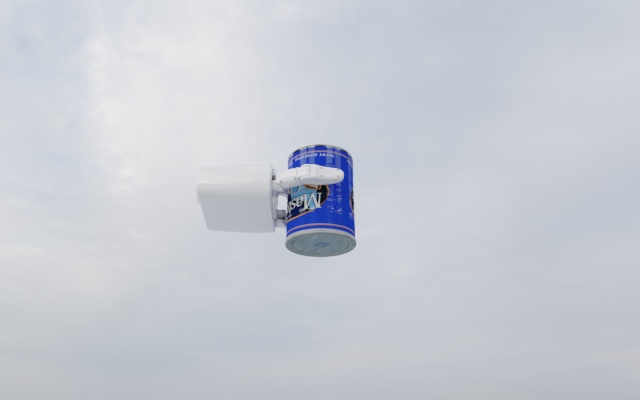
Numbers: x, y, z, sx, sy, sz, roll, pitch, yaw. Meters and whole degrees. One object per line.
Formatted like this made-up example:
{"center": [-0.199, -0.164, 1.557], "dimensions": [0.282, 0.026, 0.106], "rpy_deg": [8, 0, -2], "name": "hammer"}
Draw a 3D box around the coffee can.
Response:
{"center": [0.000, 0.002, 0.715], "dimensions": [0.103, 0.140, 0.103], "rpy_deg": [0, -25, 0], "name": "coffee can"}
